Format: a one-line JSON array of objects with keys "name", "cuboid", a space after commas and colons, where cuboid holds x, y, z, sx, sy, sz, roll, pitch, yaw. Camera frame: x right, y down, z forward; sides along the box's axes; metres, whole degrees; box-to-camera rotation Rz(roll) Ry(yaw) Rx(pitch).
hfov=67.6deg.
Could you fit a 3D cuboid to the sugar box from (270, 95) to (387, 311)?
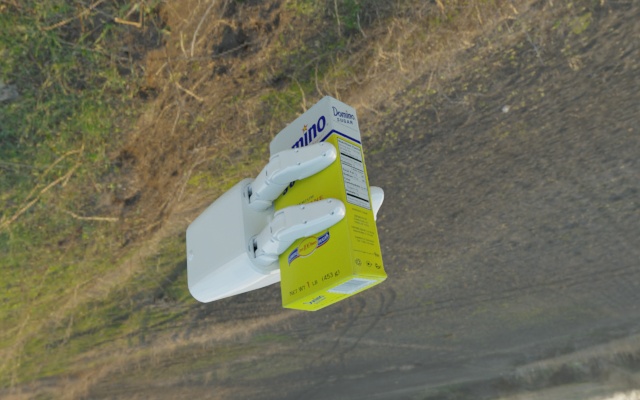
[{"name": "sugar box", "cuboid": [0.000, 0.001, 0.437, 0.048, 0.176, 0.093, 15, -35, -41]}]
